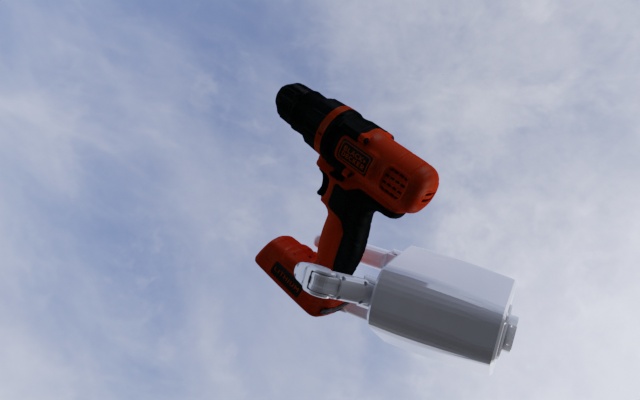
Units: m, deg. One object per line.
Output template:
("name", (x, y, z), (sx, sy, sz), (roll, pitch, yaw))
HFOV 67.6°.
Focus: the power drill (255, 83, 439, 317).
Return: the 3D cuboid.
("power drill", (0.000, 0.002, 0.459), (0.184, 0.188, 0.057), (40, 32, 29))
